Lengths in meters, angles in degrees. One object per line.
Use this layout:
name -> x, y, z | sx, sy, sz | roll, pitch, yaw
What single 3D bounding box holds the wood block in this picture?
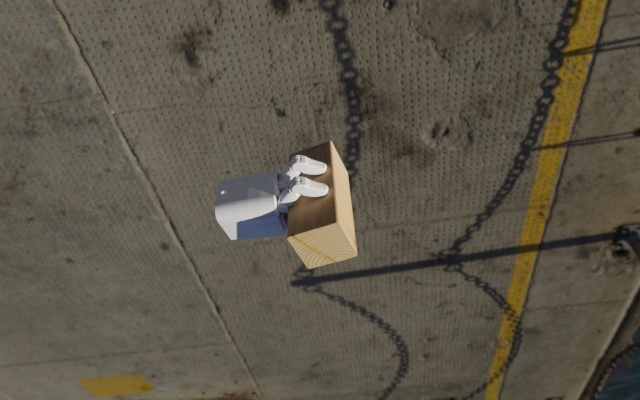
wood block -> 0.000, 0.003, 0.833 | 0.090, 0.206, 0.091 | -17, -47, 14
